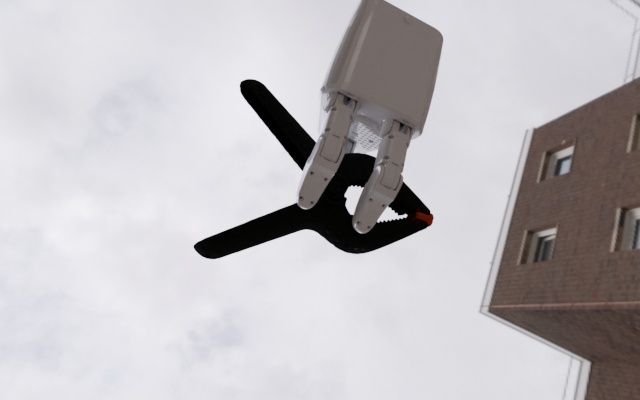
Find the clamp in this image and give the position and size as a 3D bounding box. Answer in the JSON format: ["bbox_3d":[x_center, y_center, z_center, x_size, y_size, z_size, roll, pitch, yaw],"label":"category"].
[{"bbox_3d":[0.000,0.002,0.425,0.210,0.164,0.036,23,-20,-12],"label":"clamp"}]
